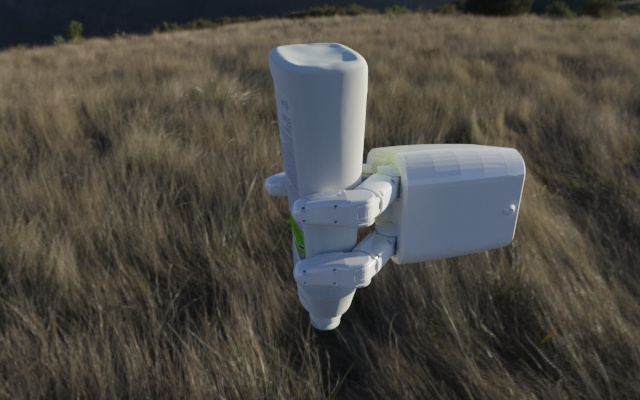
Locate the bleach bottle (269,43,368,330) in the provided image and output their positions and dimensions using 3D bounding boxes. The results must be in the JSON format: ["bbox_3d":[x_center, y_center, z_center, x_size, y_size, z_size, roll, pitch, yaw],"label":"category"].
[{"bbox_3d":[0.000,0.001,0.414,0.068,0.251,0.102,-7,28,-10],"label":"bleach bottle"}]
